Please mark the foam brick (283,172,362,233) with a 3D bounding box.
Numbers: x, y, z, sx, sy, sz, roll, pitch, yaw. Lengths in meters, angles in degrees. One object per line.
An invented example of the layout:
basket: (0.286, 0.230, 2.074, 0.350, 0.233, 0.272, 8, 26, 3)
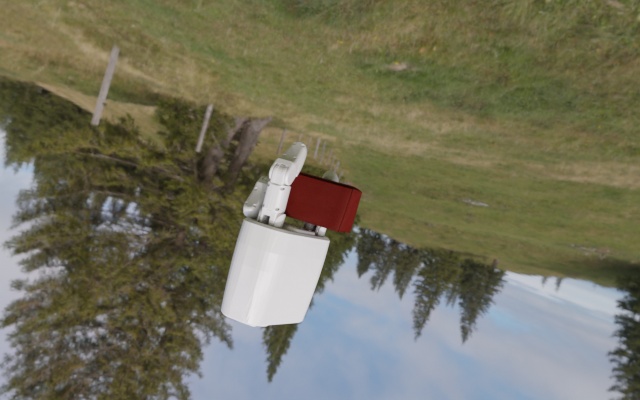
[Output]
foam brick: (0.000, 0.002, 0.536, 0.078, 0.051, 0.053, 16, -1, 18)
